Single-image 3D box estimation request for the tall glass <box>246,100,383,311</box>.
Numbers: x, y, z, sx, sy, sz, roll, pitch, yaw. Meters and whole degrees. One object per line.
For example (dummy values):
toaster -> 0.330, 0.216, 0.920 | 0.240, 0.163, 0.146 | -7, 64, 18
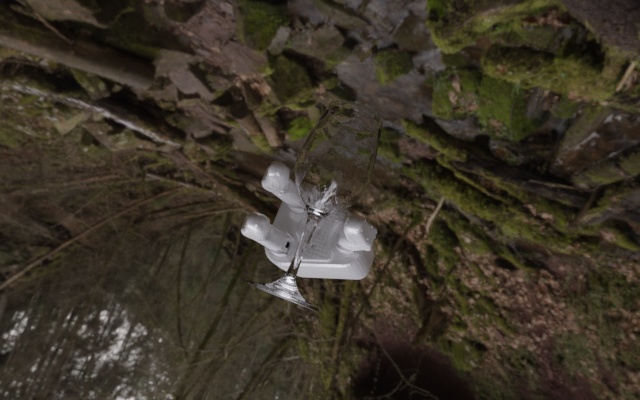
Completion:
tall glass -> 0.000, 0.002, 0.475 | 0.079, 0.201, 0.079 | 21, -14, 5
